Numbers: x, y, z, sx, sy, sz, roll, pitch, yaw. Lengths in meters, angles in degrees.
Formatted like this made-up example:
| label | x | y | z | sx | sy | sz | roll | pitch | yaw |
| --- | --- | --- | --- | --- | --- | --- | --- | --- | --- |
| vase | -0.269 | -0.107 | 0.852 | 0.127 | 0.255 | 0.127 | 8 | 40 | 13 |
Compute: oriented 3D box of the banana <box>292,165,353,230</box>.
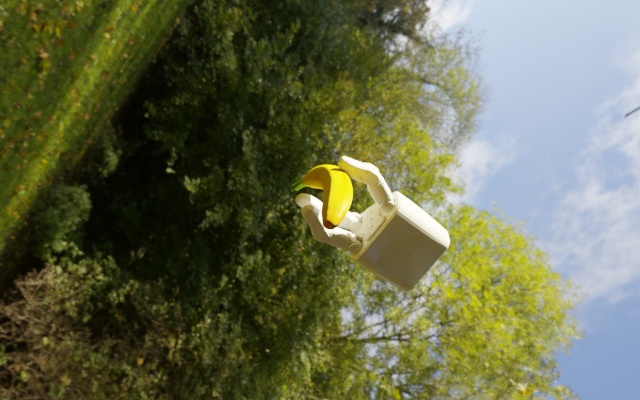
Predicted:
| label | x | y | z | sx | sy | sz | roll | pitch | yaw |
| --- | --- | --- | --- | --- | --- | --- | --- | --- | --- |
| banana | 0.011 | -0.013 | 0.645 | 0.037 | 0.069 | 0.197 | 38 | 3 | -19 |
